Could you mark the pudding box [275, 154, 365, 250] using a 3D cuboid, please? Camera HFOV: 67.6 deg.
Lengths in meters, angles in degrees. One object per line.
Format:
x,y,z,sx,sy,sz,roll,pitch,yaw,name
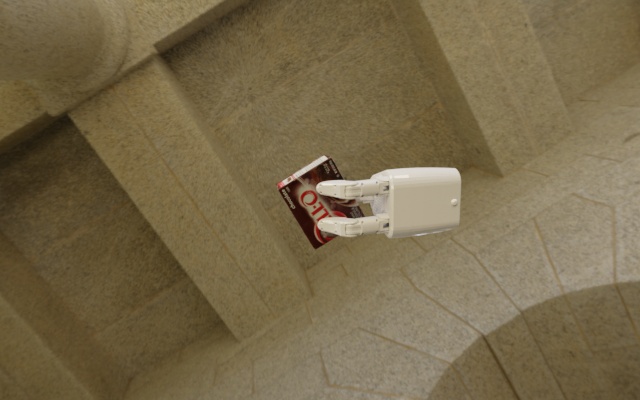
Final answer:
0.000,0.002,0.702,0.090,0.113,0.039,-32,18,-4,pudding box
